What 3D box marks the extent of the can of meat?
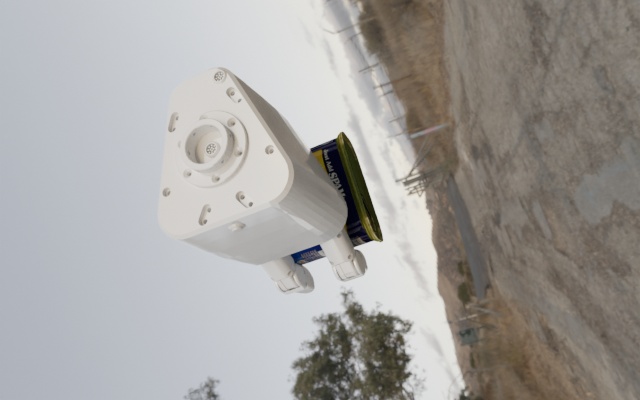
[{"bbox_3d":[0.000,0.001,0.433,0.084,0.102,0.057,-20,-15,13],"label":"can of meat"}]
